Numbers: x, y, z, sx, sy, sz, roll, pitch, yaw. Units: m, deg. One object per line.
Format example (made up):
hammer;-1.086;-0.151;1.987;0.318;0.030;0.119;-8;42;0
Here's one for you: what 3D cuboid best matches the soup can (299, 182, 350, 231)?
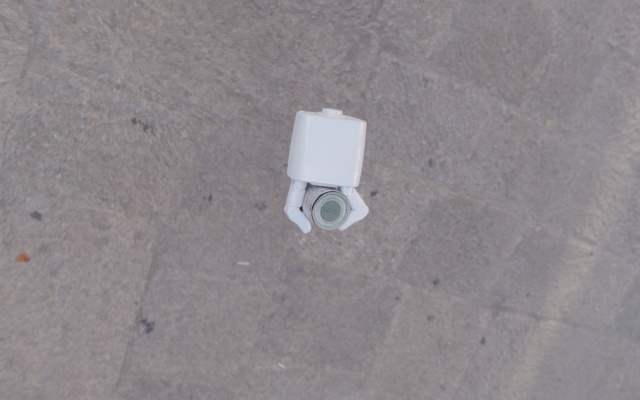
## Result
soup can;0.000;0.003;0.798;0.068;0.068;0.102;0;17;-21
